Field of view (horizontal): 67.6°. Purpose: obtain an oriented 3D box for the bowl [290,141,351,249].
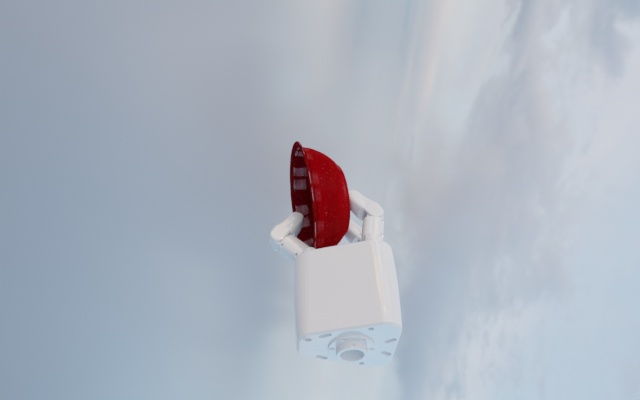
[{"bbox_3d":[0.000,0.001,0.622,0.055,0.162,0.162,-6,1,-12],"label":"bowl"}]
